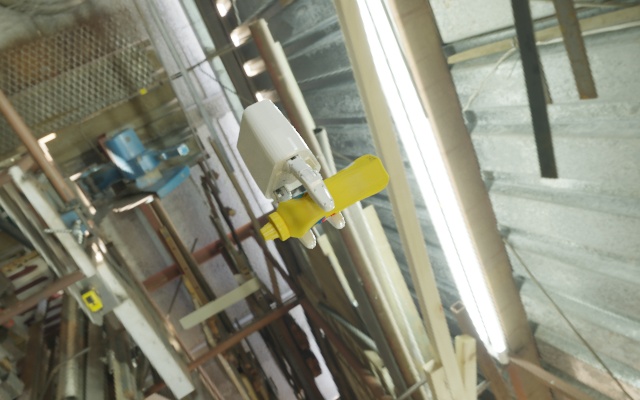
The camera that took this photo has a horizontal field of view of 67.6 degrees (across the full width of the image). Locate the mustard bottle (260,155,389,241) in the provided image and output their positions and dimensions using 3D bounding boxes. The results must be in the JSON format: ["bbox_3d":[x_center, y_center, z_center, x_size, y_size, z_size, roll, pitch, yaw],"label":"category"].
[{"bbox_3d":[0.001,0.002,0.683,0.191,0.058,0.096,-29,4,-13],"label":"mustard bottle"}]
